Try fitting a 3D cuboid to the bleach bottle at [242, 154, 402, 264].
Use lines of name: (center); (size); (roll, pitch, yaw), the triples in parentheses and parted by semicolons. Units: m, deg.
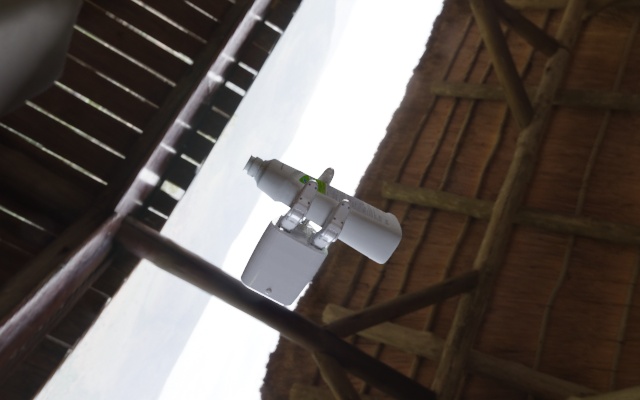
bleach bottle: (0.000, 0.002, 0.726); (0.251, 0.068, 0.102); (29, 14, -10)
